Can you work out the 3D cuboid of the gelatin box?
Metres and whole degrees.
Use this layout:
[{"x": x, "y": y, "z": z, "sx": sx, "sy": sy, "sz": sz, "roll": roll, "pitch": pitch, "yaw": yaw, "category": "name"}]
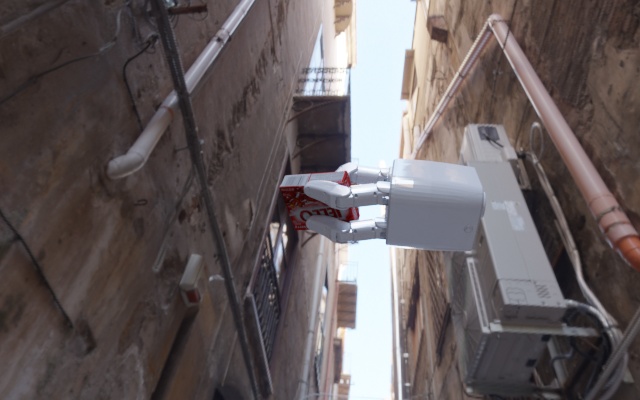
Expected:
[{"x": 0.000, "y": 0.002, "z": 0.614, "sx": 0.089, "sy": 0.073, "sz": 0.030, "roll": -3, "pitch": 37, "yaw": 21, "category": "gelatin box"}]
